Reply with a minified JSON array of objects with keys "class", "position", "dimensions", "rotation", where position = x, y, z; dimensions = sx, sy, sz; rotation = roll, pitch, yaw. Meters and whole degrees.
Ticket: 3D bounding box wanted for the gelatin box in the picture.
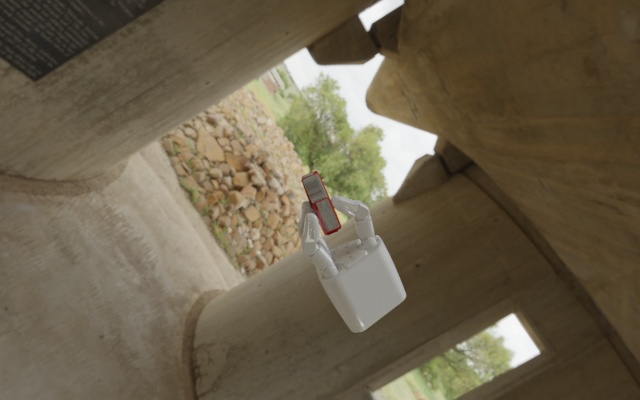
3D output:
[{"class":"gelatin box","position":[0.000,0.002,0.706],"dimensions":[0.030,0.089,0.073],"rotation":[-23,7,1]}]
